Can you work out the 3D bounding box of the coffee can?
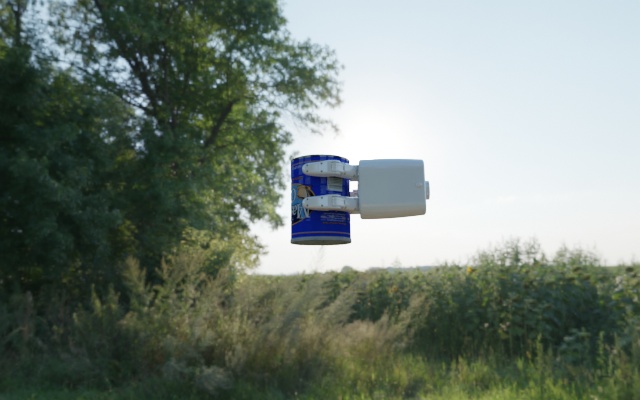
[{"bbox_3d":[0.000,0.003,0.805,0.103,0.140,0.103,-1,-10,0],"label":"coffee can"}]
